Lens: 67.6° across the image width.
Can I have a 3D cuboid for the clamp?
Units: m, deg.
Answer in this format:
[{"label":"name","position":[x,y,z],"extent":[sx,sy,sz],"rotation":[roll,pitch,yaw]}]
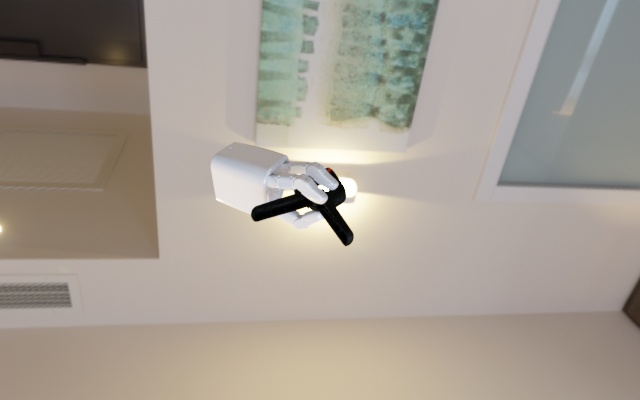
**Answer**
[{"label":"clamp","position":[0.000,0.003,0.808],"extent":[0.164,0.036,0.210],"rotation":[19,32,13]}]
